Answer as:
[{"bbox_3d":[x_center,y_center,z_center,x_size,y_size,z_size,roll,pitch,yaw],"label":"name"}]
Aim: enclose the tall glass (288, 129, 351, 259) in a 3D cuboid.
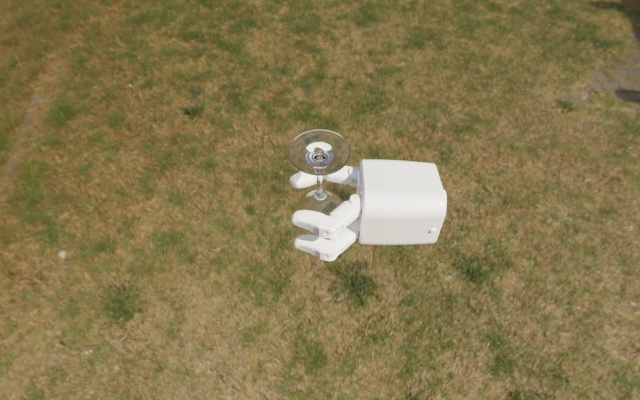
[{"bbox_3d":[0.000,0.002,0.645,0.079,0.079,0.201,0,-37,0],"label":"tall glass"}]
